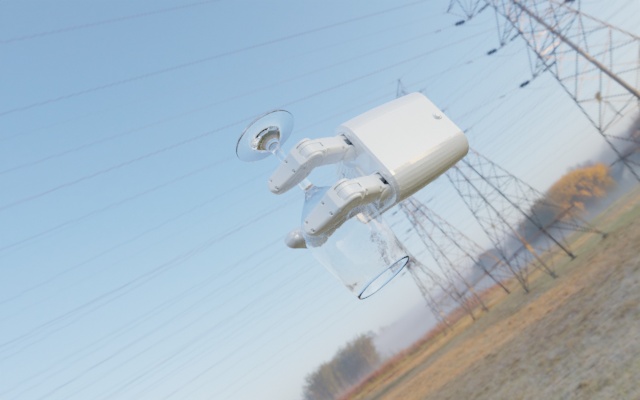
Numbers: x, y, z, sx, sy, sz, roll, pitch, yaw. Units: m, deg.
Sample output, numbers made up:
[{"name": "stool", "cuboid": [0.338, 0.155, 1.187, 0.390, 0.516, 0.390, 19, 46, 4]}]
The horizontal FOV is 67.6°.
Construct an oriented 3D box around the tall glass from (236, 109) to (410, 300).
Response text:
[{"name": "tall glass", "cuboid": [0.000, 0.001, 0.479, 0.079, 0.201, 0.079, -33, -22, -16]}]
